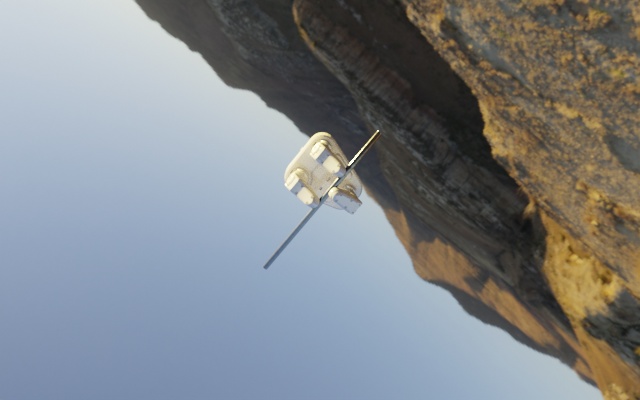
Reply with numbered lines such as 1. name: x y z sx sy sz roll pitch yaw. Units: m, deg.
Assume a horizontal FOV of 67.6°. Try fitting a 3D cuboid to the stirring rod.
1. stirring rod: 0.000 0.002 0.638 0.011 0.239 0.011 39 9 -8
